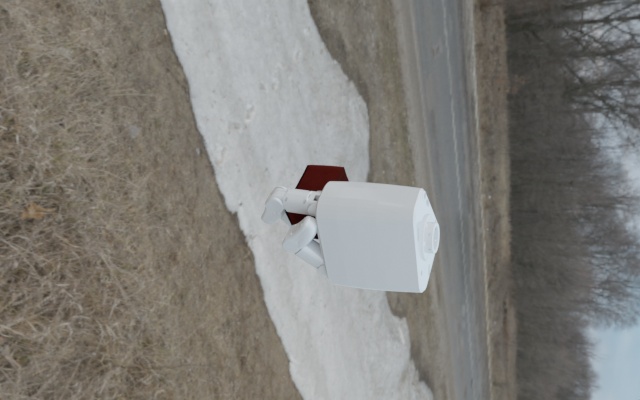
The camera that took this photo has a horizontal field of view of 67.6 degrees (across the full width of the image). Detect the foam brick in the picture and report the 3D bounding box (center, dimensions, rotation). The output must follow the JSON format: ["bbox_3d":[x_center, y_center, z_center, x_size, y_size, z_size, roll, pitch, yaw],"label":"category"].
[{"bbox_3d":[0.000,0.002,0.572,0.051,0.078,0.053,3,-44,26],"label":"foam brick"}]
